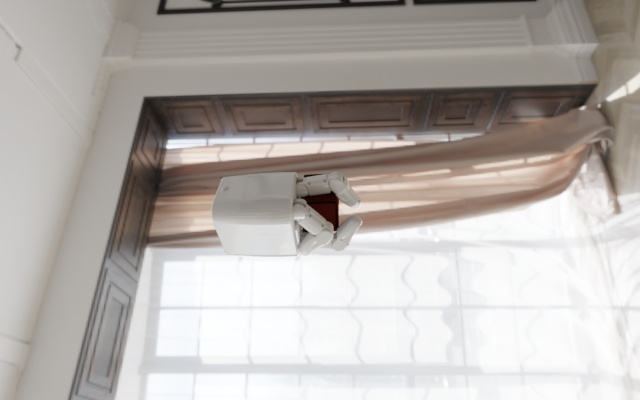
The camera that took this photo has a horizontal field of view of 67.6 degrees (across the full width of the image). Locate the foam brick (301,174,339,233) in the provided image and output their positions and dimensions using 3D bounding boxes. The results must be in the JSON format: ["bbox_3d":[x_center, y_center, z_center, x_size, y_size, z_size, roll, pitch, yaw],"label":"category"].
[{"bbox_3d":[0.000,0.002,0.690,0.051,0.053,0.078,-2,33,4],"label":"foam brick"}]
